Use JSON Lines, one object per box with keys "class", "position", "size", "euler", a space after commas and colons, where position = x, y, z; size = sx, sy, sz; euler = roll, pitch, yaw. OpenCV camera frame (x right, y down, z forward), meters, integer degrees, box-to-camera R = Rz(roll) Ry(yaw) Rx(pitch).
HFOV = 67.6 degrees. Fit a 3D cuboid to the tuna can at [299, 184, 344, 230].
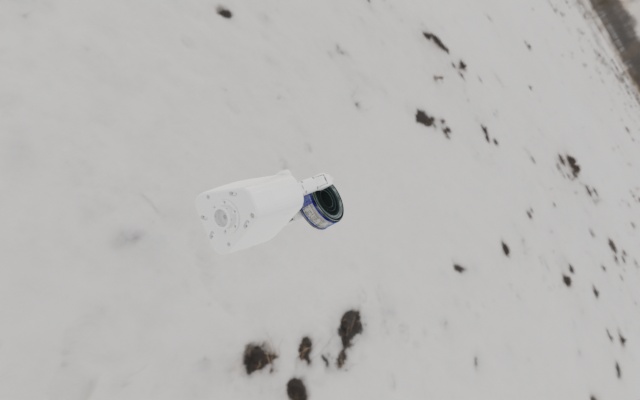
{"class": "tuna can", "position": [0.001, 0.002, 0.781], "size": [0.034, 0.086, 0.086], "euler": [-29, -16, 30]}
